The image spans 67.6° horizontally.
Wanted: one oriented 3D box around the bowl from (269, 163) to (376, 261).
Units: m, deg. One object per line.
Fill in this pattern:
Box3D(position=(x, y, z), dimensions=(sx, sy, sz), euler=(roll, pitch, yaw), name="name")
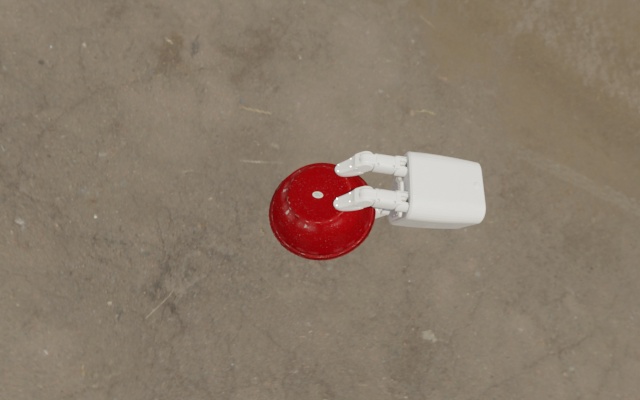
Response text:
Box3D(position=(-0.001, 0.002, 0.693), dimensions=(0.162, 0.162, 0.055), euler=(0, -27, 6), name="bowl")
